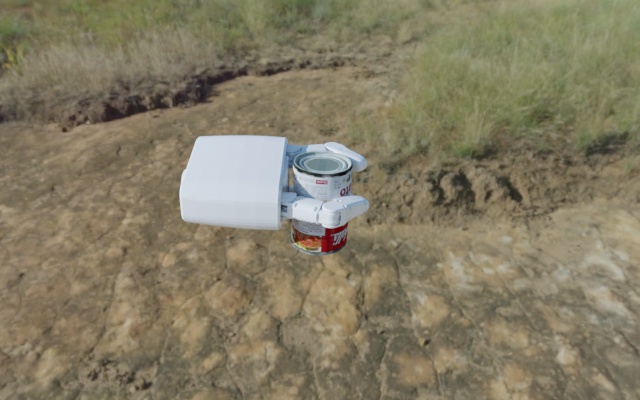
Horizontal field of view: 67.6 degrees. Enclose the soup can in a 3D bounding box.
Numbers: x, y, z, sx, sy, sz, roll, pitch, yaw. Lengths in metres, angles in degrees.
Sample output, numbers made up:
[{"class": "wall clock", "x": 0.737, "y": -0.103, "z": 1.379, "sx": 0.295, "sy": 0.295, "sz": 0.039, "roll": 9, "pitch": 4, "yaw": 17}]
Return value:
[{"class": "soup can", "x": 0.001, "y": 0.002, "z": 0.547, "sx": 0.068, "sy": 0.102, "sz": 0.068, "roll": 2, "pitch": 28, "yaw": -1}]
